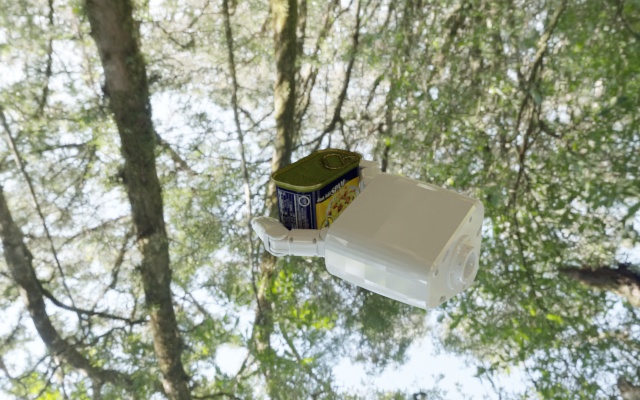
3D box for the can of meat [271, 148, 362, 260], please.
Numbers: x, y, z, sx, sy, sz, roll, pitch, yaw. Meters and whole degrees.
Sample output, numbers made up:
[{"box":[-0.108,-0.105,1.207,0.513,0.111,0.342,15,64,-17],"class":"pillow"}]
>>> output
[{"box":[0.000,0.002,0.501,0.057,0.084,0.102,15,32,34],"class":"can of meat"}]
